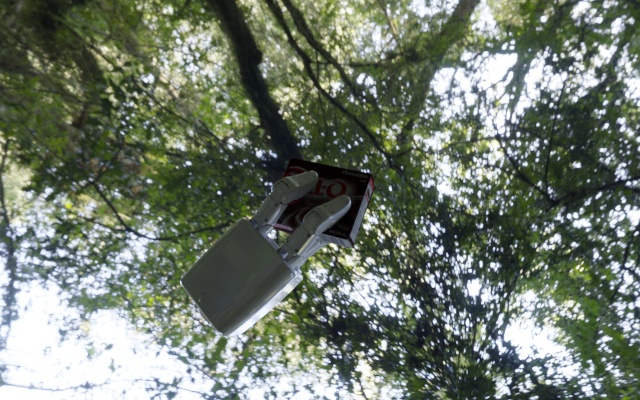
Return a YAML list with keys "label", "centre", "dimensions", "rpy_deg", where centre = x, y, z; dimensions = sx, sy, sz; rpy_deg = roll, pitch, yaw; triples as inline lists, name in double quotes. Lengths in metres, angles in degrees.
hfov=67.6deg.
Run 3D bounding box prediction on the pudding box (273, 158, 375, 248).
- label: "pudding box"
  centre: [0.000, 0.002, 0.585]
  dimensions: [0.113, 0.090, 0.039]
  rpy_deg: [14, -22, 19]
